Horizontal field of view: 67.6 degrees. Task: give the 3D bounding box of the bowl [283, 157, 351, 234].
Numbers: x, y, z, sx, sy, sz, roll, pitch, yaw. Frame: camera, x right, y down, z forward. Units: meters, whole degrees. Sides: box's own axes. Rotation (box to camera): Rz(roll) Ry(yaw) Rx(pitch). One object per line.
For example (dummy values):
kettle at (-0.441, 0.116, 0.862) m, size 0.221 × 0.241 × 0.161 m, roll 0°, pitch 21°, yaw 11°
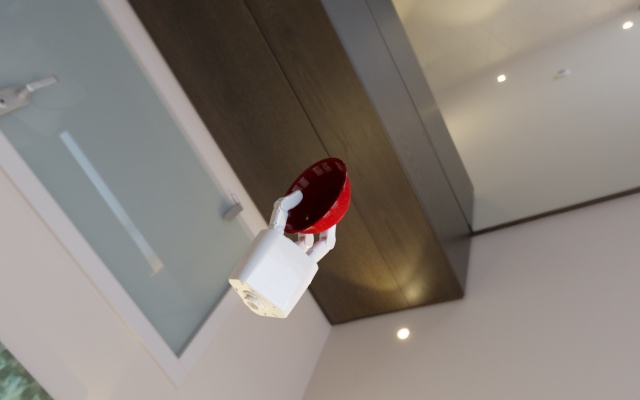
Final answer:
bowl at (0.001, 0.002, 0.857) m, size 0.055 × 0.162 × 0.162 m, roll 39°, pitch -23°, yaw -31°
